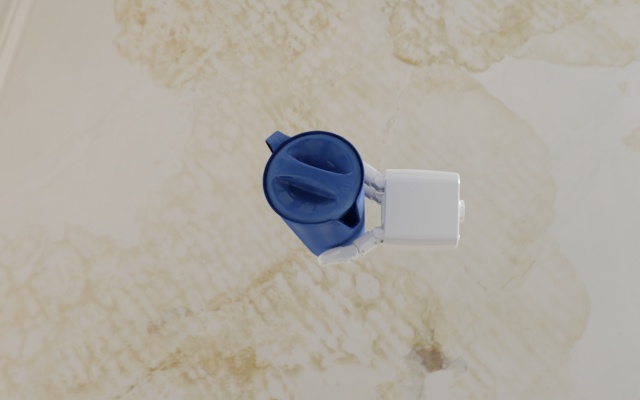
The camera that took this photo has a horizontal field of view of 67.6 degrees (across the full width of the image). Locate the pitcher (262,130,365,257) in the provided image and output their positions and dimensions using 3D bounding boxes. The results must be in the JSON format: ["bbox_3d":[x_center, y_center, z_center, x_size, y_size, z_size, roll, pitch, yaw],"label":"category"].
[{"bbox_3d":[0.000,0.002,0.719,0.145,0.149,0.243,1,-21,9],"label":"pitcher"}]
